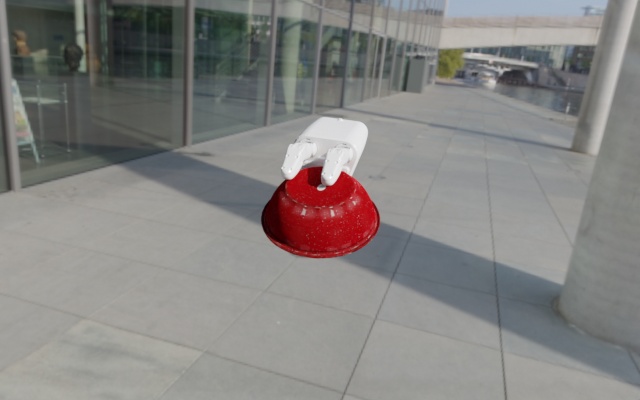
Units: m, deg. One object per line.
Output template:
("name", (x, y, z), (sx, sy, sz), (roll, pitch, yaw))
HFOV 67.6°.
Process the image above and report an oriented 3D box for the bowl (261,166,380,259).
("bowl", (0.000, 0.003, 0.632), (0.162, 0.055, 0.162), (0, 38, 0))
